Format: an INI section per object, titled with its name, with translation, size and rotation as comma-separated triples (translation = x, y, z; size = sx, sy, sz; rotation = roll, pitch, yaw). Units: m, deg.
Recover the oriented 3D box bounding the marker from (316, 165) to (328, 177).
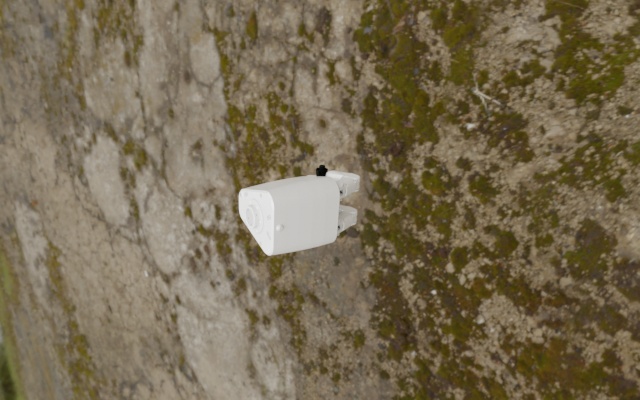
[marker]
translation = 0.000, 0.002, 0.756
size = 0.020, 0.121, 0.020
rotation = 2, 21, -1
